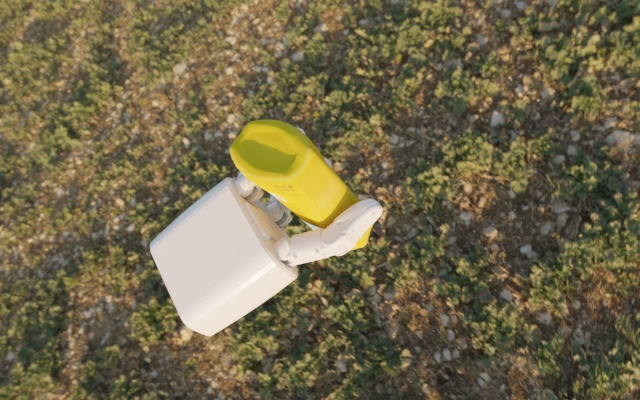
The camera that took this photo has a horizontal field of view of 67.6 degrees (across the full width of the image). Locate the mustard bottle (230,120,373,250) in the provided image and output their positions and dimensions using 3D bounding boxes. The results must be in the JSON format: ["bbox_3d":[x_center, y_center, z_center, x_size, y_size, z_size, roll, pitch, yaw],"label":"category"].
[{"bbox_3d":[0.000,0.001,0.466,0.096,0.058,0.192,27,-12,40],"label":"mustard bottle"}]
